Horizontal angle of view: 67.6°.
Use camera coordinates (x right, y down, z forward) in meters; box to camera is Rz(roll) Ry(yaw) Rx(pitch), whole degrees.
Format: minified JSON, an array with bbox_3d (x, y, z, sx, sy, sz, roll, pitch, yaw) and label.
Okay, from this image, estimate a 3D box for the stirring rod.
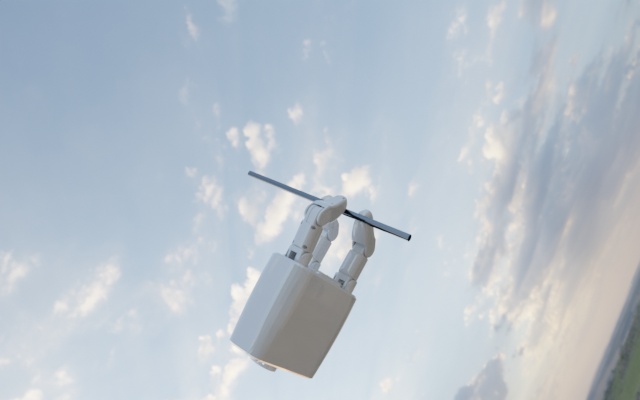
[{"bbox_3d":[0.000,0.002,0.566,0.239,0.011,0.011,22,12,33],"label":"stirring rod"}]
